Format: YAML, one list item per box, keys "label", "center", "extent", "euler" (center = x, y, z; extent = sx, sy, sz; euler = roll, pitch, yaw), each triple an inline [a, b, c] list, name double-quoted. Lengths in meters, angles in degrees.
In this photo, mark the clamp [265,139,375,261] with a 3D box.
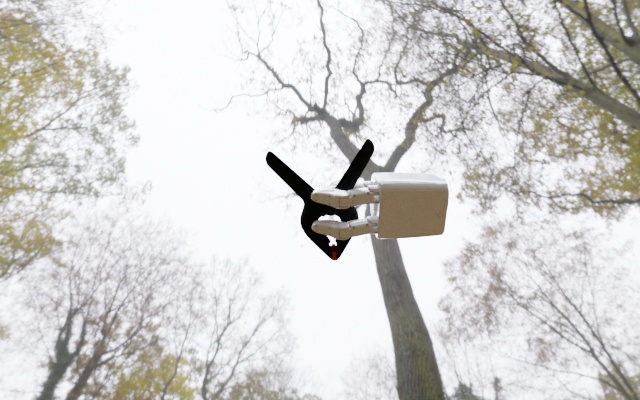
- label: "clamp"
  center: [0.000, 0.003, 0.759]
  extent: [0.164, 0.210, 0.036]
  euler: [0, 28, 2]
